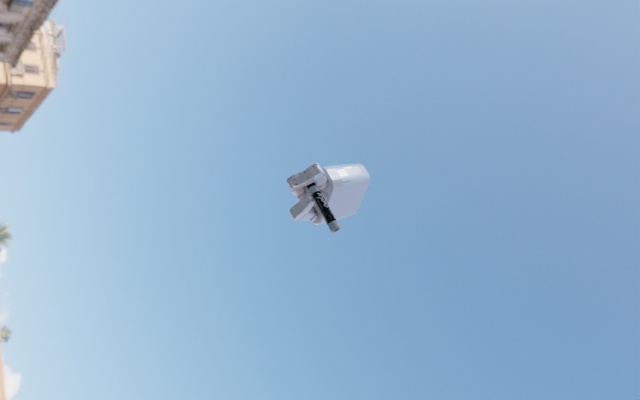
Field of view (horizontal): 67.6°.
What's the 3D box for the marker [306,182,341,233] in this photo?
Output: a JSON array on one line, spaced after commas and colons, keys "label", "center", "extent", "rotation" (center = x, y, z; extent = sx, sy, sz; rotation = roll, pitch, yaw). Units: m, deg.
[{"label": "marker", "center": [0.000, 0.003, 0.856], "extent": [0.020, 0.121, 0.020], "rotation": [-25, -22, -11]}]
